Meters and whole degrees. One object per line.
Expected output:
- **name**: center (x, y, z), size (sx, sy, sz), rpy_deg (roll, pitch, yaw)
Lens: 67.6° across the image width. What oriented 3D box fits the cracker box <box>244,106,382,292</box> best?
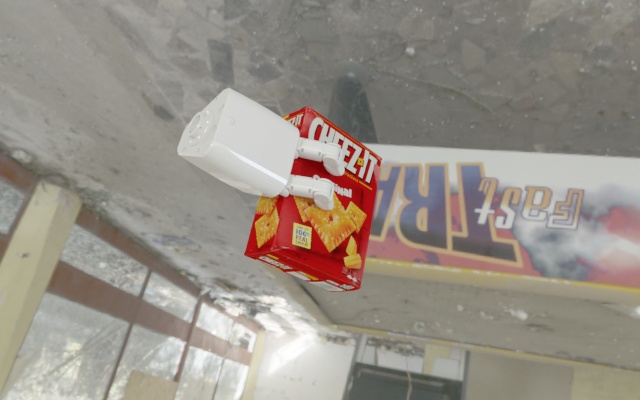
- **cracker box**: center (0.000, 0.002, 0.670), size (0.164, 0.213, 0.072), rpy_deg (30, -28, -35)
